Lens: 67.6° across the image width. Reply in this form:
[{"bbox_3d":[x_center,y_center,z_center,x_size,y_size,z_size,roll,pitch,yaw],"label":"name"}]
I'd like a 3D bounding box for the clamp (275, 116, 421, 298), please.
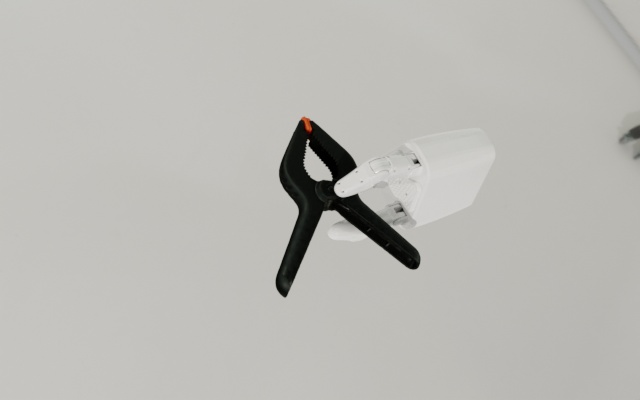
[{"bbox_3d":[0.000,0.001,0.525,0.164,0.210,0.036,-14,-22,-26],"label":"clamp"}]
